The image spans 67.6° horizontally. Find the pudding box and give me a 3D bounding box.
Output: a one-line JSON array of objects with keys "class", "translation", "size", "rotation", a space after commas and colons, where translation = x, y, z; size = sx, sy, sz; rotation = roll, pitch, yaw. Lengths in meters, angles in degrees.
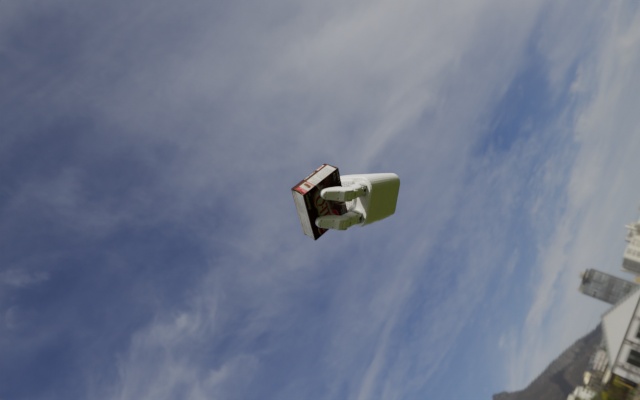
[{"class": "pudding box", "translation": [0.000, 0.003, 0.866], "size": [0.039, 0.114, 0.090], "rotation": [23, 51, 40]}]
